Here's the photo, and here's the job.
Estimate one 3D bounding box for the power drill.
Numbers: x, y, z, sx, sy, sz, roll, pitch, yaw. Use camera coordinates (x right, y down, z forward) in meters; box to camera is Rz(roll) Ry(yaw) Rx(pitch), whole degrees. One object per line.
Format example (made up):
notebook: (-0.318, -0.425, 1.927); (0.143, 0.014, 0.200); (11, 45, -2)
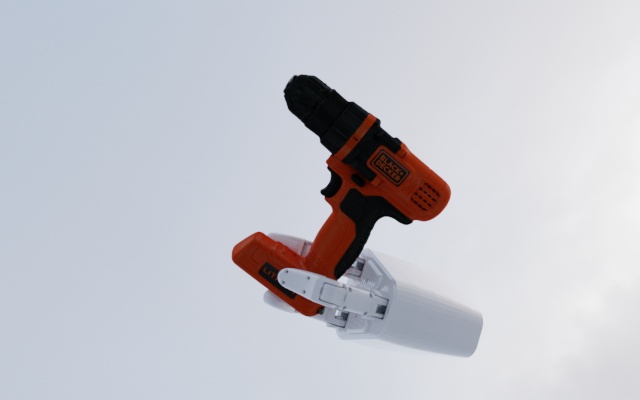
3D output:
power drill: (0.000, 0.002, 0.452); (0.184, 0.188, 0.057); (39, 12, -4)
